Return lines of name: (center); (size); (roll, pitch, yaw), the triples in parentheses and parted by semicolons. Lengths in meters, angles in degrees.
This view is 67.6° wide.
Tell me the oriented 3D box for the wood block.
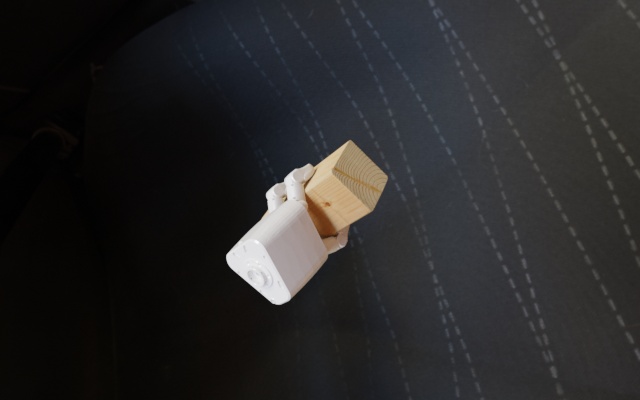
wood block: (0.000, 0.003, 0.794); (0.206, 0.091, 0.090); (-33, 19, 44)
